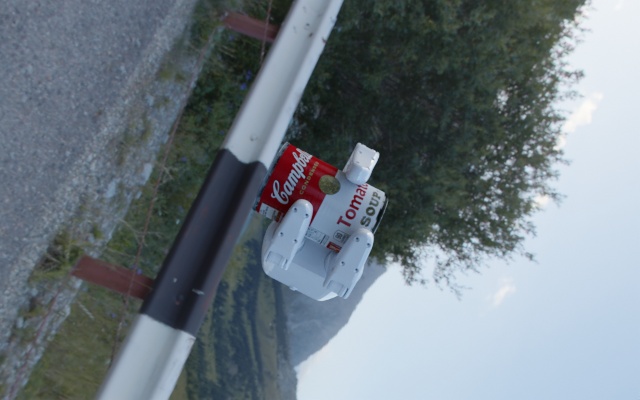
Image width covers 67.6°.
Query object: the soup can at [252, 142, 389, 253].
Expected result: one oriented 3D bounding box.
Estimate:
[{"bbox_3d":[0.000,0.001,0.424,0.102,0.068,0.068,27,0,0],"label":"soup can"}]
